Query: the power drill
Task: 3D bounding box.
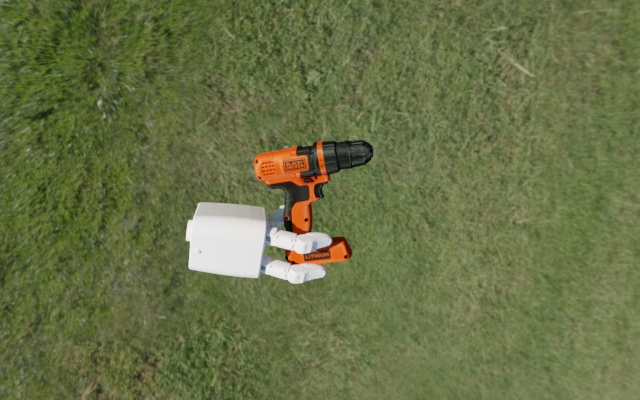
[{"bbox_3d":[0.000,0.003,0.748,0.184,0.188,0.057,-8,10,8],"label":"power drill"}]
